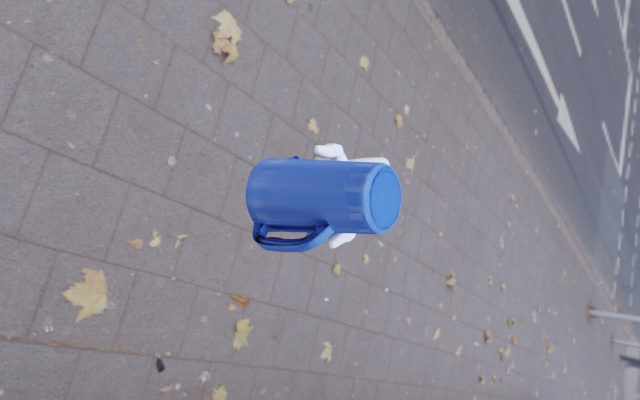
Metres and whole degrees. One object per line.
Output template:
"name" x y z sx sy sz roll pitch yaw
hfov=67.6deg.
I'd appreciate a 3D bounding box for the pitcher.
"pitcher" 0.000 0.002 0.778 0.243 0.149 0.145 2 10 39
